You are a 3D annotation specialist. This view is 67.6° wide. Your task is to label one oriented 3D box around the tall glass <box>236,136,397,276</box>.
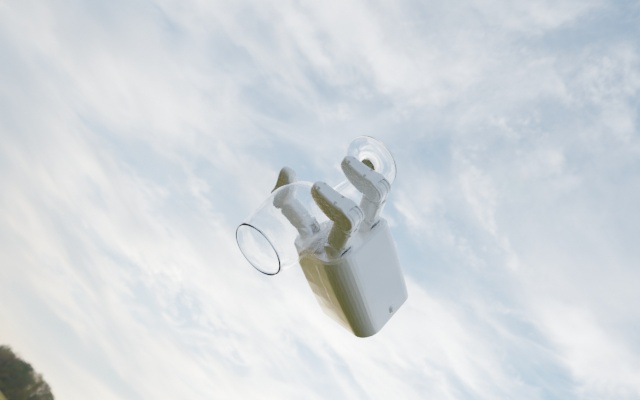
[{"bbox_3d":[0.000,0.001,0.532,0.079,0.079,0.201,0,28,46],"label":"tall glass"}]
